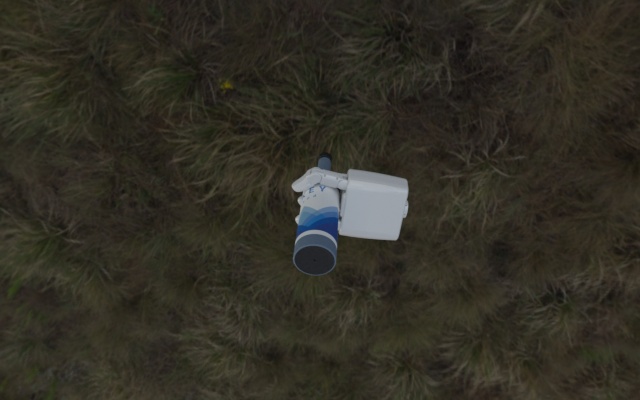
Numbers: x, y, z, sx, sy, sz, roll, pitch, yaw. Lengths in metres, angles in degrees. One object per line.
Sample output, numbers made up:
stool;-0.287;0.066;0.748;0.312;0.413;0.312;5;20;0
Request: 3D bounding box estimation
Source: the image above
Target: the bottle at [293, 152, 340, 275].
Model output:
bottle;0.000;0.003;0.846;0.069;0.069;0.295;0;37;5
